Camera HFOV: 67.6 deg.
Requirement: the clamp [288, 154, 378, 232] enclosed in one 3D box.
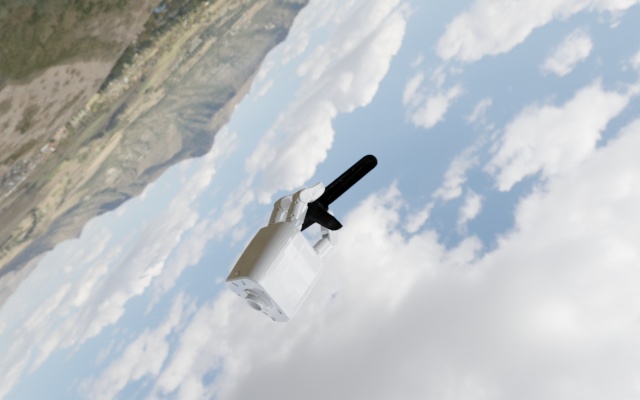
[{"bbox_3d":[0.000,0.003,0.788,0.210,0.036,0.164,-20,27,51],"label":"clamp"}]
